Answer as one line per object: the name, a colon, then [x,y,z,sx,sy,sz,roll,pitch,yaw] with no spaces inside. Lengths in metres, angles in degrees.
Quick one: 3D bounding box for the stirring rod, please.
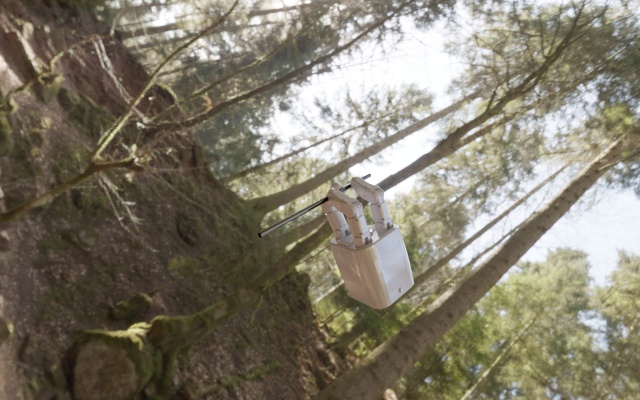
stirring rod: [0.000,0.002,0.724,0.239,0.011,0.011,-28,19,-39]
